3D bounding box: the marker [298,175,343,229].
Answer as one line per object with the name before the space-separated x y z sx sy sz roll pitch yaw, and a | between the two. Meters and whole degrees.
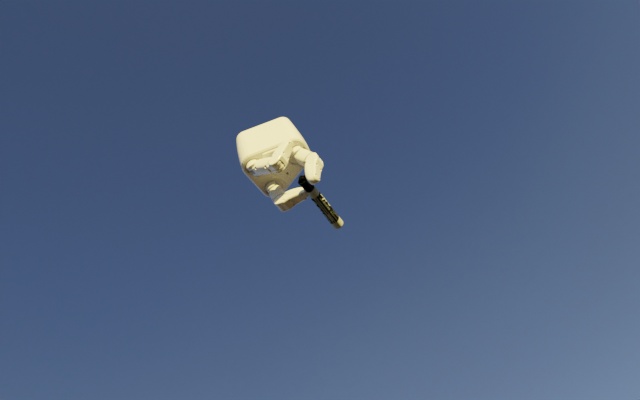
marker | 0.000 0.003 0.767 0.020 0.020 0.121 0 -40 41
